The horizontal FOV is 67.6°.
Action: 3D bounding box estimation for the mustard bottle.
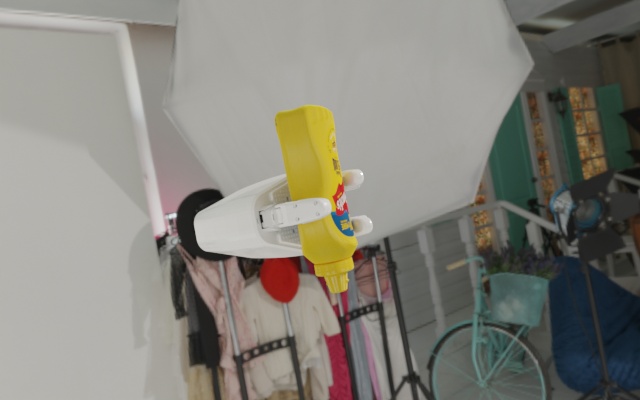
[{"bbox_3d":[0.000,0.001,0.503,0.058,0.191,0.096,-11,-1,13],"label":"mustard bottle"}]
